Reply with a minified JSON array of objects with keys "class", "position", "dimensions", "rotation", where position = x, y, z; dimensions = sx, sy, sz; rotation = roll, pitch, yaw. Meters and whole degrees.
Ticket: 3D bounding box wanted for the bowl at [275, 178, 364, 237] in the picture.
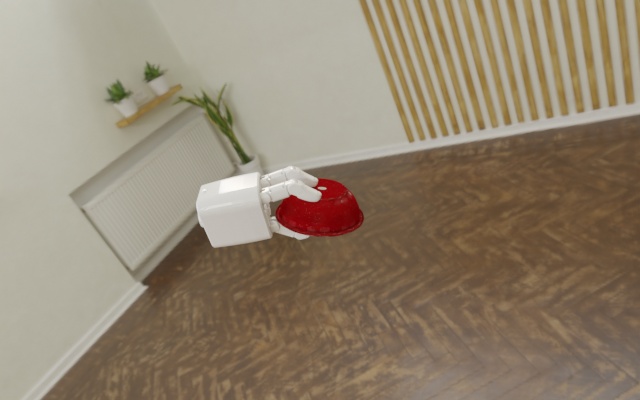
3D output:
[{"class":"bowl","position":[0.001,0.002,0.856],"dimensions":[0.162,0.055,0.162],"rotation":[3,25,-1]}]
